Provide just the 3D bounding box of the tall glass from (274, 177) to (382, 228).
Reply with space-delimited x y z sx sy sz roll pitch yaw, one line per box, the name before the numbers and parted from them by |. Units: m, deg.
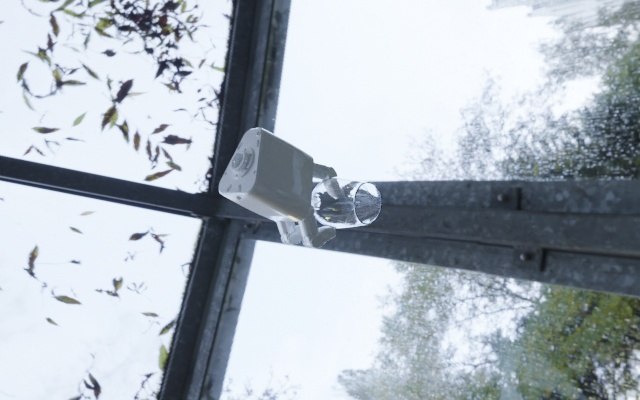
tall glass | 0.000 0.002 0.758 0.079 0.079 0.201 0 1 -44
